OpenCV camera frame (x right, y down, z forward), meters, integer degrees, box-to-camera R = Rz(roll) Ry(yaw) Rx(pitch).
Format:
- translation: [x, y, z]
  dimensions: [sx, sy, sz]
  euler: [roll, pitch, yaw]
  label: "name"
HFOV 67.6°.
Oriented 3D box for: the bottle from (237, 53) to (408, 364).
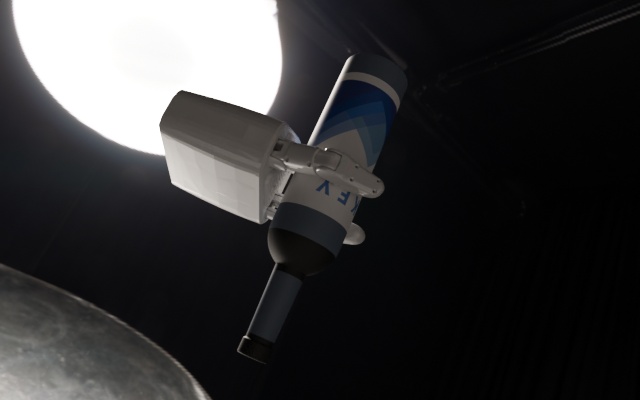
- translation: [0.000, 0.001, 0.438]
  dimensions: [0.069, 0.295, 0.069]
  euler: [21, -18, 7]
  label: "bottle"
